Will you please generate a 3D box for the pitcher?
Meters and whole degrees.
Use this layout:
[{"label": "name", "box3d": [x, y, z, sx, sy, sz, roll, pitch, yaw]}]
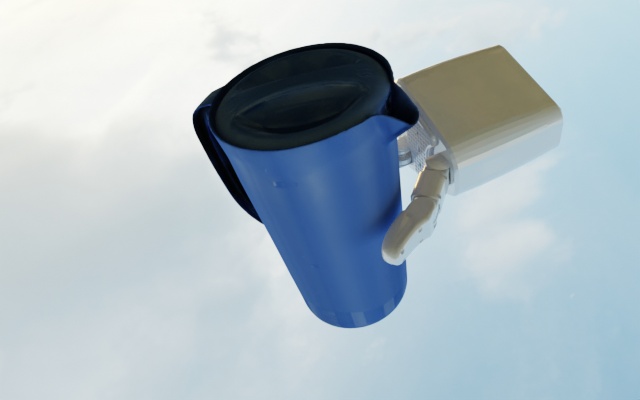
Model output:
[{"label": "pitcher", "box3d": [0.000, 0.001, 0.414, 0.145, 0.243, 0.149, -25, 43, -8]}]
